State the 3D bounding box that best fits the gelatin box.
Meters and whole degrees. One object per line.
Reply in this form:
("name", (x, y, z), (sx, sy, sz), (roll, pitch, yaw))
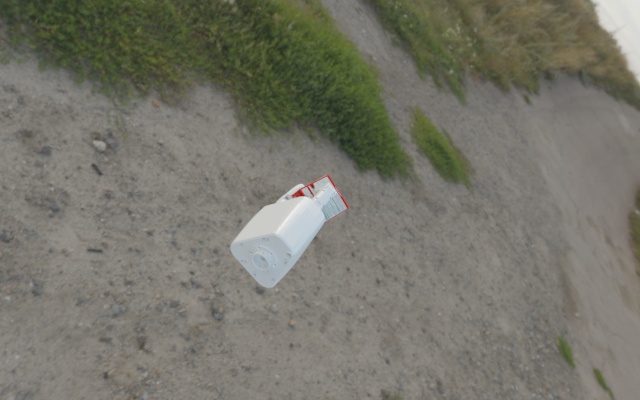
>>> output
("gelatin box", (0.001, 0.002, 0.841), (0.030, 0.073, 0.089), (-35, -4, 42))
